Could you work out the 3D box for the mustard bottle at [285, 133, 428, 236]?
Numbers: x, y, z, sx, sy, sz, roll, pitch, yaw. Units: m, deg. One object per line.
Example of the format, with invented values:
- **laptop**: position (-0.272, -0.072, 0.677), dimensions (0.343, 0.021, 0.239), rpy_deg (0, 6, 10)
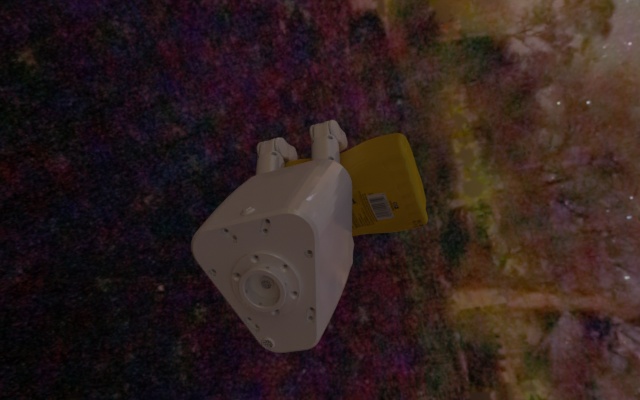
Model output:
- **mustard bottle**: position (0.000, 0.001, 0.464), dimensions (0.191, 0.058, 0.096), rpy_deg (-13, -48, 18)
